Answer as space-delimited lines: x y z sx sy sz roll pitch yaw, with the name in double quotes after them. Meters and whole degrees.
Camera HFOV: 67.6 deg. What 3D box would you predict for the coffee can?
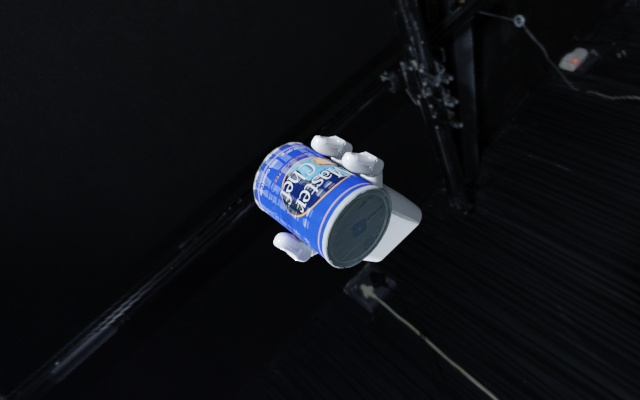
0.000 0.002 0.577 0.103 0.103 0.140 0 26 -46 "coffee can"
